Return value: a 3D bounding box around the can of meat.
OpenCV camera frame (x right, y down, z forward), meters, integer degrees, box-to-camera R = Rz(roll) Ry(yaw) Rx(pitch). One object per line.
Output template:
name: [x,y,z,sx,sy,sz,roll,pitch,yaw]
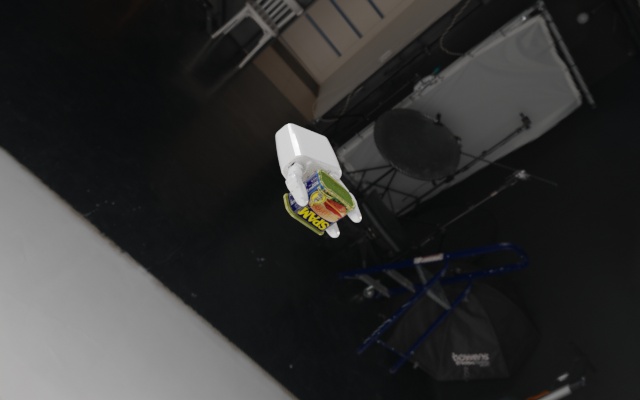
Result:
can of meat: [0.000,0.003,0.853,0.084,0.057,0.102,-37,-51,20]
